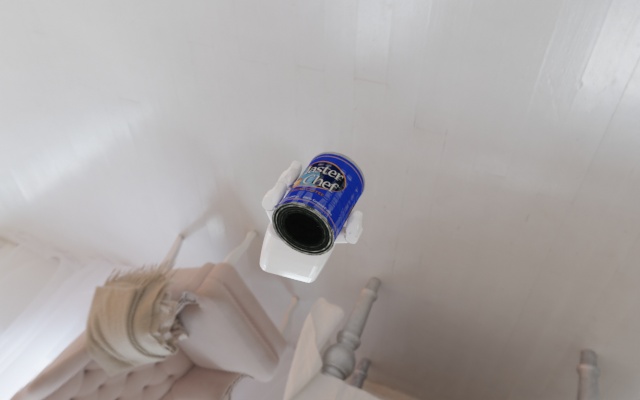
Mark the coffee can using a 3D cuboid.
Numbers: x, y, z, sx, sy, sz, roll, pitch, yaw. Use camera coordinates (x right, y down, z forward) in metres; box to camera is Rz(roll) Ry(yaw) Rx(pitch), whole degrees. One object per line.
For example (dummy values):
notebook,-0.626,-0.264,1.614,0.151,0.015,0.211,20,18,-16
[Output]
coffee can,0.000,0.002,0.755,0.103,0.103,0.140,0,37,29
